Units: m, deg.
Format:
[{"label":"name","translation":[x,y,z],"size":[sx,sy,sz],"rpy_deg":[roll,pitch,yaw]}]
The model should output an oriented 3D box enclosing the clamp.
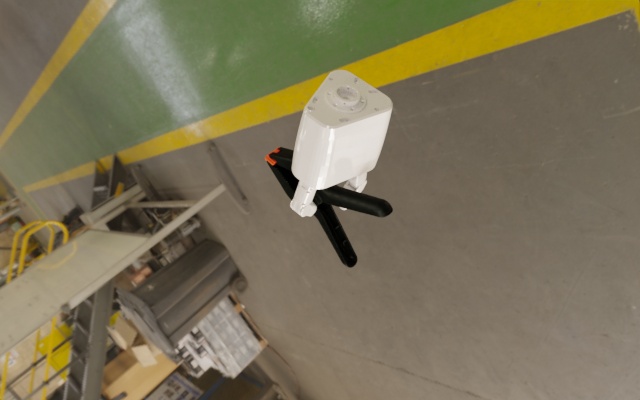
[{"label":"clamp","translation":[-0.001,0.002,0.707],"size":[0.210,0.165,0.036],"rpy_deg":[38,53,18]}]
